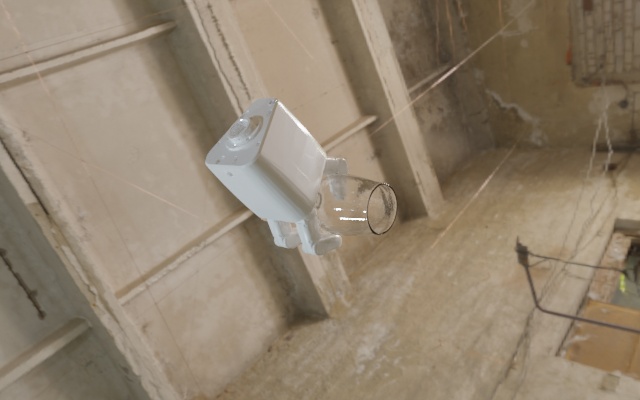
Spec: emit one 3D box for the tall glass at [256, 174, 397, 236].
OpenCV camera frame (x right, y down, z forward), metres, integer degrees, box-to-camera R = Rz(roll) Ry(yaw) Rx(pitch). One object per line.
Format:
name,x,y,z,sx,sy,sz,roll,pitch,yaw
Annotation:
tall glass,0.000,0.002,0.628,0.201,0.079,0.079,7,4,42
